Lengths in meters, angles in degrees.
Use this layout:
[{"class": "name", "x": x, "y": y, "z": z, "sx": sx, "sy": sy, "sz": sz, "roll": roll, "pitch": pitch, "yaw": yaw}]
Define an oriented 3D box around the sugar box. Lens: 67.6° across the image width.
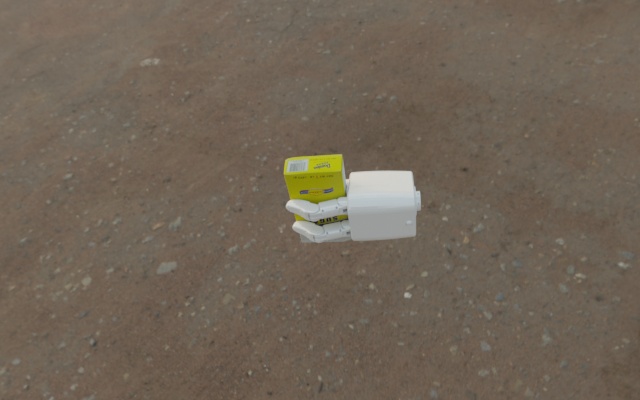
[{"class": "sugar box", "x": 0.000, "y": 0.003, "z": 0.803, "sx": 0.093, "sy": 0.048, "sz": 0.176, "roll": -3, "pitch": -45, "yaw": 9}]
